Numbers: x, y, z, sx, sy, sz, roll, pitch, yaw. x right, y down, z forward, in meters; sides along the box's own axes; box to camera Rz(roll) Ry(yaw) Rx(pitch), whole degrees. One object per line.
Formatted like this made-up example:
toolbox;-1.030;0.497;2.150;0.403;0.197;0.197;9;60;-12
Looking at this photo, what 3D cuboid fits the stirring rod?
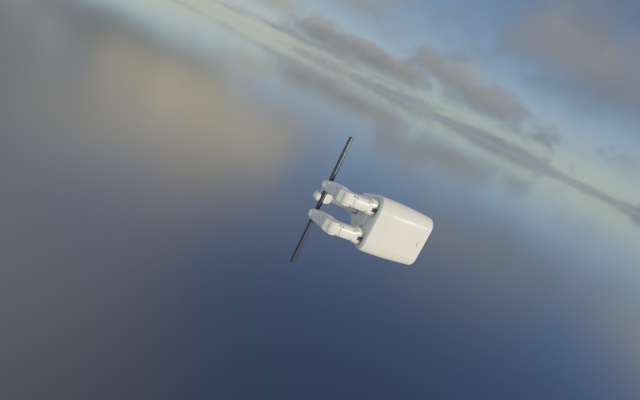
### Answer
stirring rod;0.000;0.003;0.805;0.011;0.239;0.011;24;15;-7
